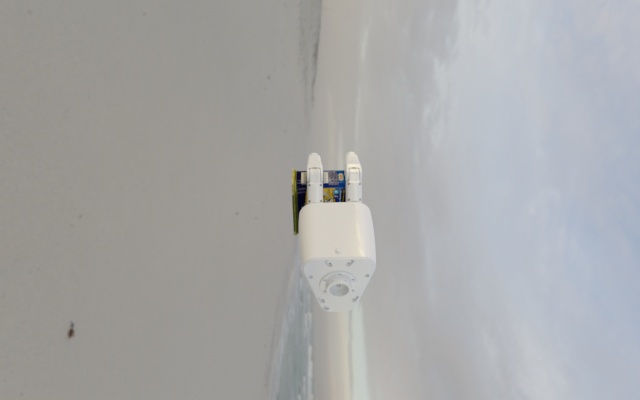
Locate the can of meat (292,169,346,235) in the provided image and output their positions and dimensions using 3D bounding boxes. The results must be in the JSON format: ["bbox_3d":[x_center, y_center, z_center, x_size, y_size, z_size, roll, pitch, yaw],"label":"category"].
[{"bbox_3d":[0.000,0.002,0.721,0.084,0.102,0.057,-1,35,-1],"label":"can of meat"}]
